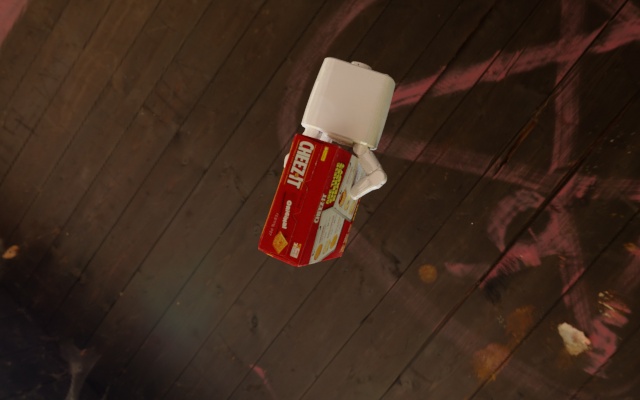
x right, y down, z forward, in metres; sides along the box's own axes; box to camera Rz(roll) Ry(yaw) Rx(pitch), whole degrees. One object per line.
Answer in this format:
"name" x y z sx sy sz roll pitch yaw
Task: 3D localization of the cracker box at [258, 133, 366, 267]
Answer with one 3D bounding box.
"cracker box" 0.000 0.002 0.708 0.072 0.164 0.214 19 3 18
